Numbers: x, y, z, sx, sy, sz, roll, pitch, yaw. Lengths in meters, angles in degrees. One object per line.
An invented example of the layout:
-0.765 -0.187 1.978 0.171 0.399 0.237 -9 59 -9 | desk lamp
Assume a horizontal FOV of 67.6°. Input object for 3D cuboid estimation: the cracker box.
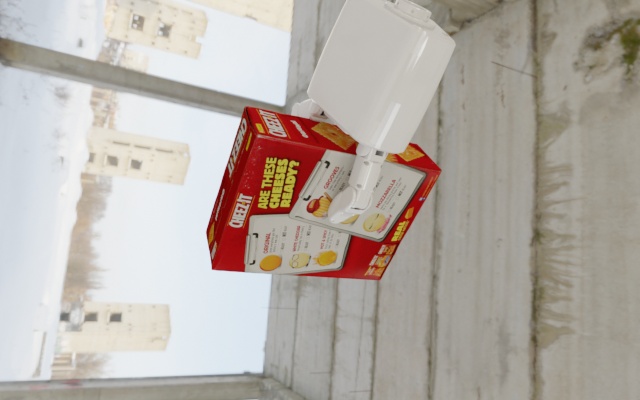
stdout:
0.000 0.002 0.523 0.214 0.164 0.072 8 32 -27 | cracker box
